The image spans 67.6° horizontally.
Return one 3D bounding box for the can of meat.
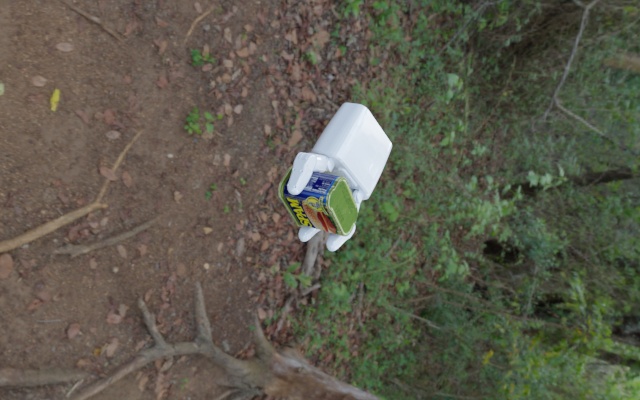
[{"bbox_3d":[0.000,0.002,0.687,0.084,0.057,0.102,13,-31,31],"label":"can of meat"}]
